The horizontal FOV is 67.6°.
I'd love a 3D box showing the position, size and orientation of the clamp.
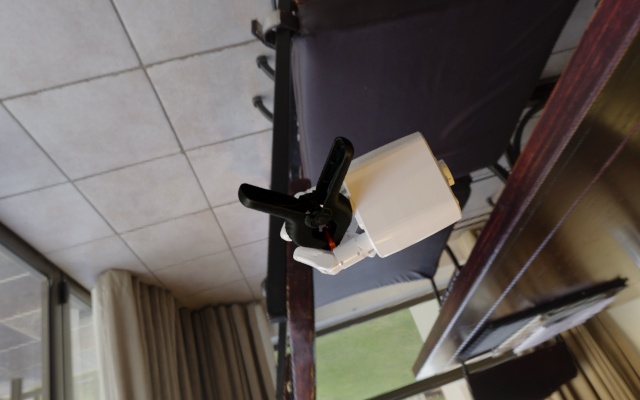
[{"bbox_3d":[0.000,0.002,0.514,0.120,0.039,0.171,-26,-32,9],"label":"clamp"}]
